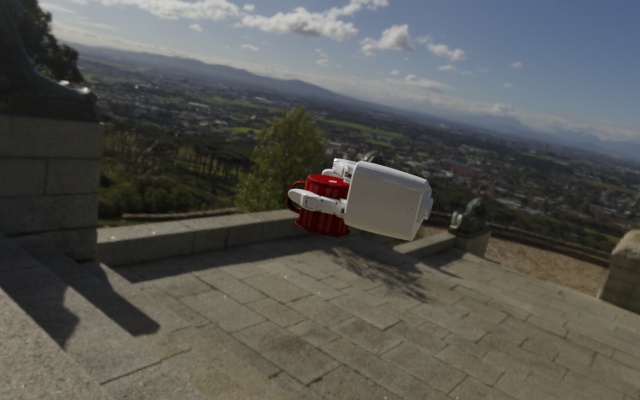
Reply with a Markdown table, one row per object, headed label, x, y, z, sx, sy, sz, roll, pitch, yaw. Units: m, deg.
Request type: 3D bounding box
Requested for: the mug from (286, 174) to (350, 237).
| label | x | y | z | sx | sy | sz | roll | pitch | yaw |
| --- | --- | --- | --- | --- | --- | --- | --- | --- | --- |
| mug | -0.001 | 0.002 | 0.781 | 0.117 | 0.081 | 0.093 | 16 | 14 | 18 |
